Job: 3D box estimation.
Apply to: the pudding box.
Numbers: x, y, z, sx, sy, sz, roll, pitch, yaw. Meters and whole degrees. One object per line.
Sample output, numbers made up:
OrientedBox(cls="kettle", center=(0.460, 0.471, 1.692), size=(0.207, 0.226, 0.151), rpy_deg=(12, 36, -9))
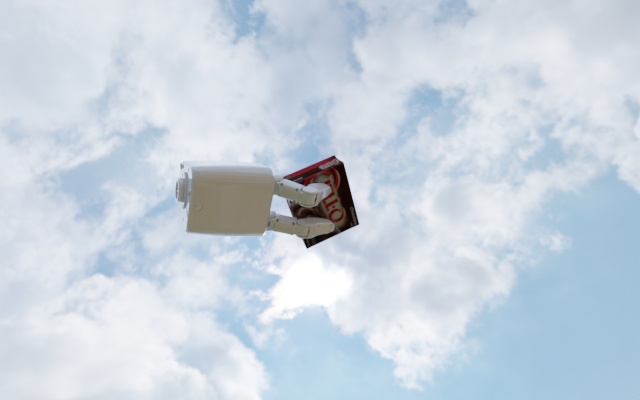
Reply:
OrientedBox(cls="pudding box", center=(0.000, 0.002, 0.692), size=(0.090, 0.114, 0.039), rpy_deg=(-24, 35, -11))
